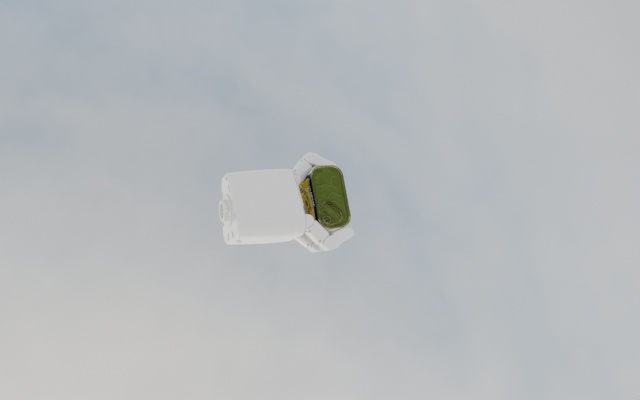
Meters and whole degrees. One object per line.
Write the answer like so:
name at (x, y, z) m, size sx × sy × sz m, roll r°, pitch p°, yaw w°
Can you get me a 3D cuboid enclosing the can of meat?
can of meat at (0.000, 0.003, 0.787) m, size 0.057 × 0.102 × 0.084 m, roll -6°, pitch -10°, yaw -26°
